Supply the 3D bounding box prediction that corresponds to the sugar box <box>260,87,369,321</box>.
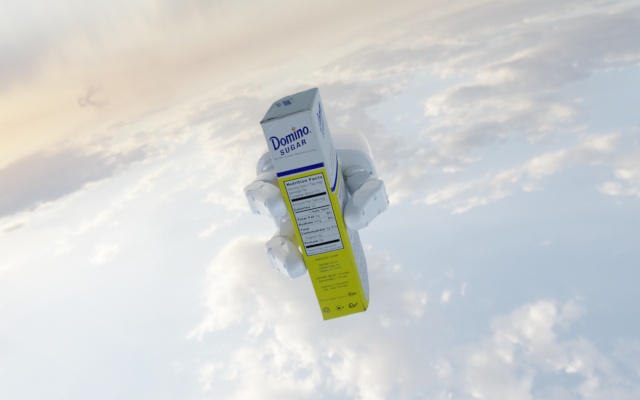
[{"bbox_3d":[0.000,0.002,0.405,0.048,0.176,0.093,-16,20,9],"label":"sugar box"}]
